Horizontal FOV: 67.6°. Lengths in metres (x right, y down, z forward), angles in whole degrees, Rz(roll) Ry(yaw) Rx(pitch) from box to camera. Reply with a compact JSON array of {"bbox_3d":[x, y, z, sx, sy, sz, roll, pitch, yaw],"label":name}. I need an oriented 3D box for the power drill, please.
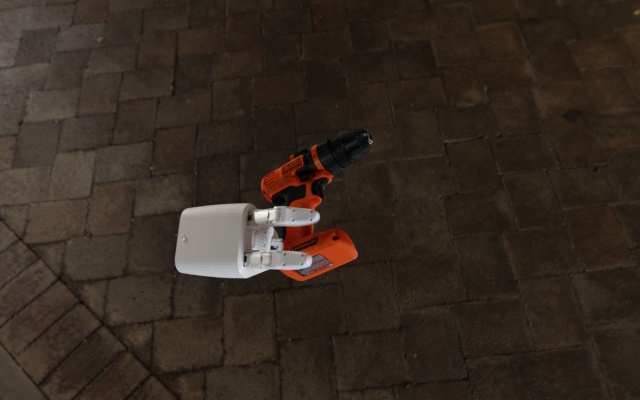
[{"bbox_3d":[0.000,0.003,0.652,0.184,0.187,0.057,-28,-45,25],"label":"power drill"}]
